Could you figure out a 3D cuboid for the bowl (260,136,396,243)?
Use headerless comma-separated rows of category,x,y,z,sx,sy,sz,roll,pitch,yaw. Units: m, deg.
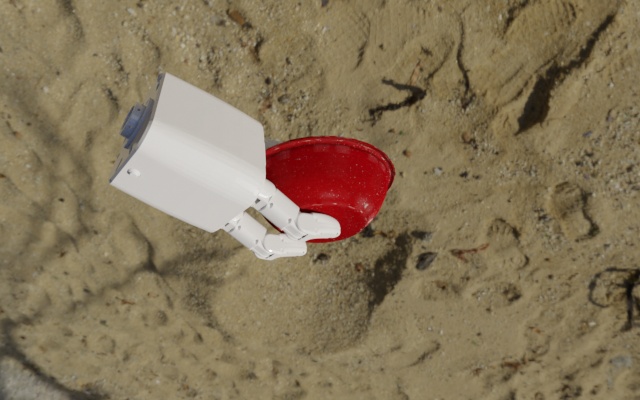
bowl,0.001,0.002,0.499,0.162,0.055,0.162,-3,-29,-2
